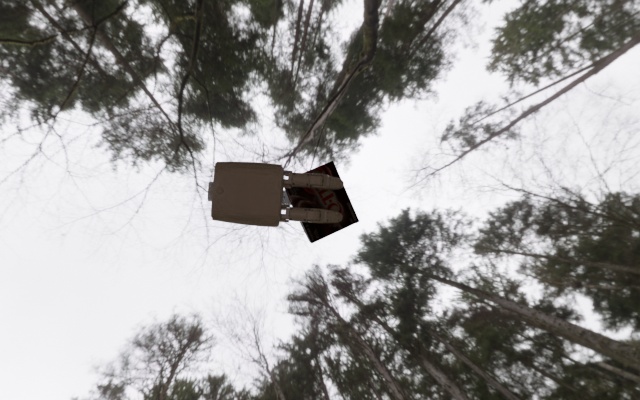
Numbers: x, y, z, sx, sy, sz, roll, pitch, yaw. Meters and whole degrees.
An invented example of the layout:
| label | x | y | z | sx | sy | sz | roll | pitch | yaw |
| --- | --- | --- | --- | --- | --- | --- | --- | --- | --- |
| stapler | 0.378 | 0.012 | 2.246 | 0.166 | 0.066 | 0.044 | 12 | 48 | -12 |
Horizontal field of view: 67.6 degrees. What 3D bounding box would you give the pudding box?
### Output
| label | x | y | z | sx | sy | sz | roll | pitch | yaw |
| --- | --- | --- | --- | --- | --- | --- | --- | --- | --- |
| pudding box | 0.000 | 0.003 | 0.791 | 0.090 | 0.113 | 0.039 | -24 | 2 | -11 |
